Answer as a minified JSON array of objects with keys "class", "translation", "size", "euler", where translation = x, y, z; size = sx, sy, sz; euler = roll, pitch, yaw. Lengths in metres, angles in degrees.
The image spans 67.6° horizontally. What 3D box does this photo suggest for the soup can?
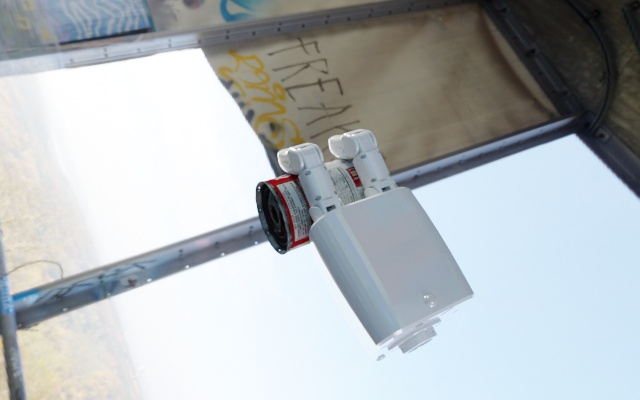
[{"class":"soup can","translation":[0.000,0.001,0.440],"size":[0.102,0.068,0.068],"euler":[-18,7,-24]}]
